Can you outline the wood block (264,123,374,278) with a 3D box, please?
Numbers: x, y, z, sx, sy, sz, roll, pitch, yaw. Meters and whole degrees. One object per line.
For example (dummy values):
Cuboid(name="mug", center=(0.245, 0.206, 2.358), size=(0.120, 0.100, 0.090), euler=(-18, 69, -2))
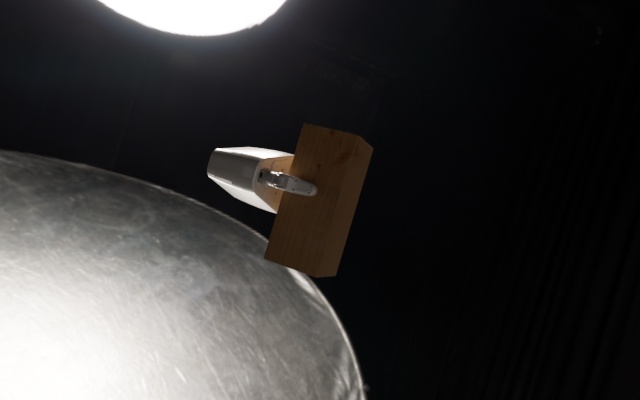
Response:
Cuboid(name="wood block", center=(0.000, 0.002, 0.713), size=(0.090, 0.206, 0.091), euler=(16, -1, 21))
